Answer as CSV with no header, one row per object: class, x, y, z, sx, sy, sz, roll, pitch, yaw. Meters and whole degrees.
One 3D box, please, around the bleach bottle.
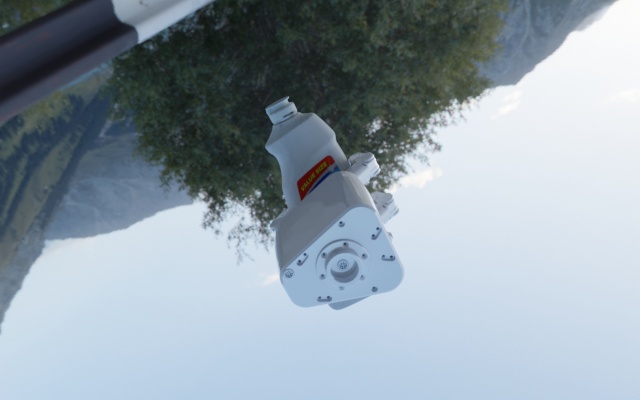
bleach bottle,0.000,0.002,0.562,0.102,0.251,0.068,-27,18,2
